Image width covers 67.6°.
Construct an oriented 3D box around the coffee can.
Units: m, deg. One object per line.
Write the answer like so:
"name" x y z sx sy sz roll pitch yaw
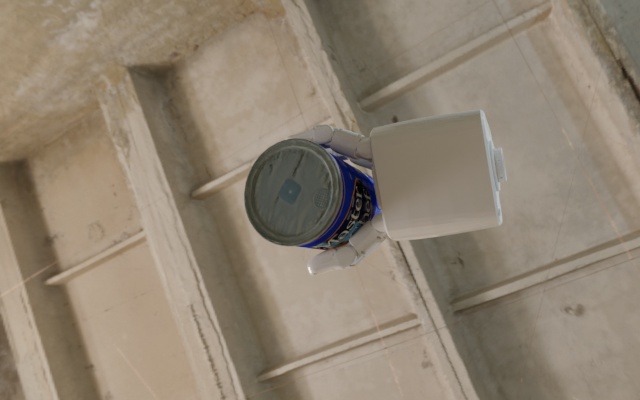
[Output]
"coffee can" 0.000 0.002 0.508 0.103 0.103 0.140 0 -8 25
